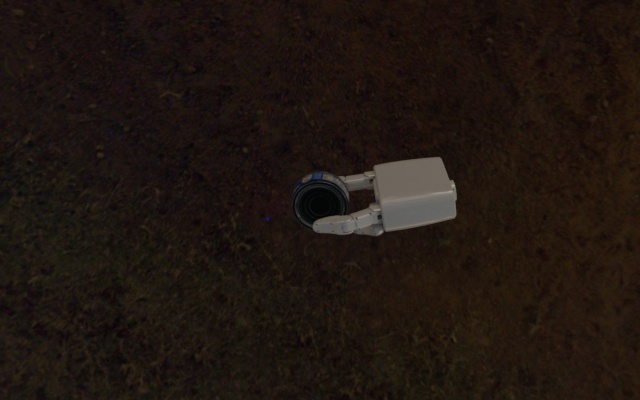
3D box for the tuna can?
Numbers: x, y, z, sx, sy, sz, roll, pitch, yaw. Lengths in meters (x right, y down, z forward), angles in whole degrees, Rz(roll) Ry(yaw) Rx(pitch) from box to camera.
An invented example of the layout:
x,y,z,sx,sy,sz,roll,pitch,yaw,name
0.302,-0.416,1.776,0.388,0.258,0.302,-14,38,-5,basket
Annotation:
x,y,z,sx,sy,sz,roll,pitch,yaw,name
0.000,0.003,0.709,0.086,0.086,0.033,0,27,5,tuna can
